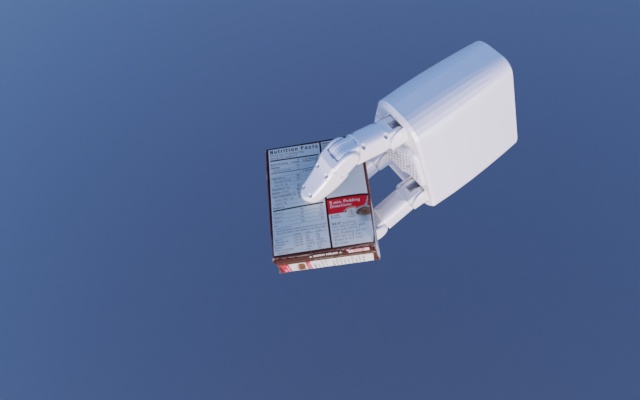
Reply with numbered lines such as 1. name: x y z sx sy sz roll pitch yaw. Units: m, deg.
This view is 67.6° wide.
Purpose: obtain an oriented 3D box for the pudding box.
1. pudding box: 0.000 0.001 0.423 0.090 0.113 0.039 -9 -29 6
